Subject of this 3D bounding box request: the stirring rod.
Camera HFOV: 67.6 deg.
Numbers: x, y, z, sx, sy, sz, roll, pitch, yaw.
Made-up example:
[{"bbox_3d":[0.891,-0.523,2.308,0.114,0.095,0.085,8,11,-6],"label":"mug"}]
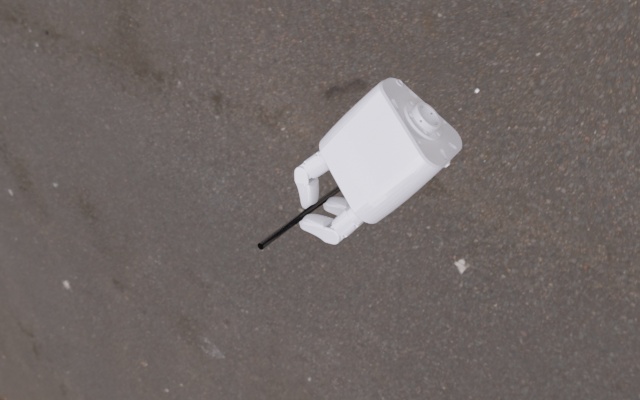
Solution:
[{"bbox_3d":[0.000,0.002,0.600,0.011,0.011,0.239,0,23,36],"label":"stirring rod"}]
